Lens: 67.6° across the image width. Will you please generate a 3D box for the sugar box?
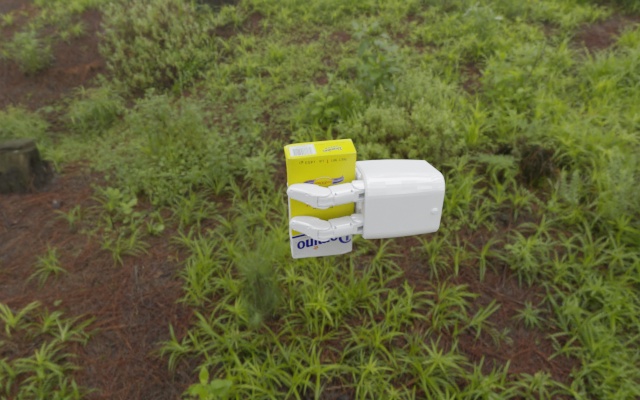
[{"bbox_3d":[0.000,0.002,0.679,0.093,0.176,0.048,-6,34,-6],"label":"sugar box"}]
